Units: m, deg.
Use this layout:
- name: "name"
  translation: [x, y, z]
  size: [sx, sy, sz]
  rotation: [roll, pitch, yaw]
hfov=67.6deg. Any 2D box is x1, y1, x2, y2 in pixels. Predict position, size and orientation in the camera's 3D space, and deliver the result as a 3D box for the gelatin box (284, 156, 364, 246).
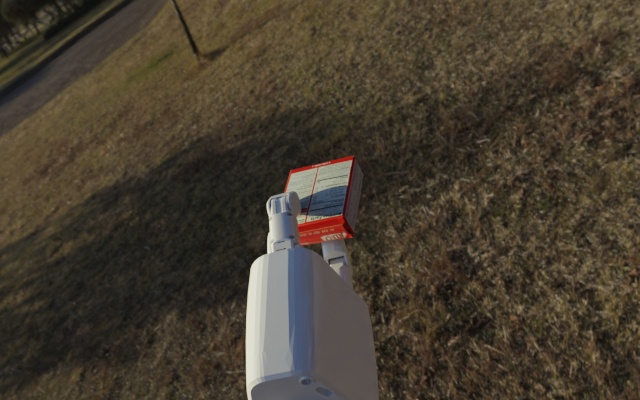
- name: "gelatin box"
  translation: [0.000, 0.001, 0.464]
  size: [0.073, 0.089, 0.030]
  rotation: [-12, -49, 23]
